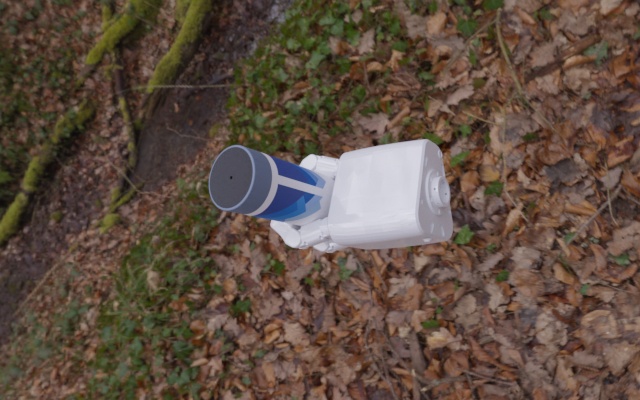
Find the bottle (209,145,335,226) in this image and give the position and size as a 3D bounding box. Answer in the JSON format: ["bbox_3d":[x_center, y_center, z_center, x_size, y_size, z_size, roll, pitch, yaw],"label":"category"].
[{"bbox_3d":[0.000,0.002,0.584,0.069,0.069,0.296,0,-10,38],"label":"bottle"}]
